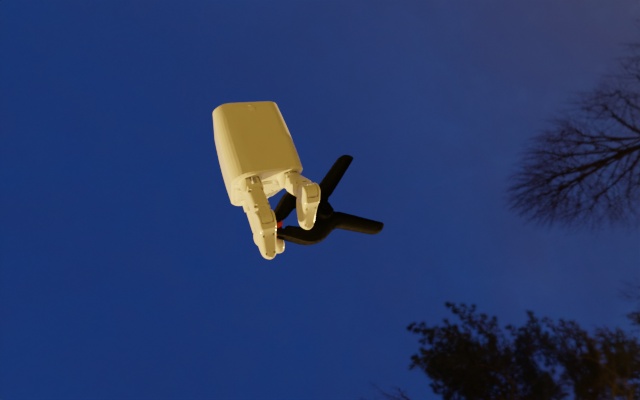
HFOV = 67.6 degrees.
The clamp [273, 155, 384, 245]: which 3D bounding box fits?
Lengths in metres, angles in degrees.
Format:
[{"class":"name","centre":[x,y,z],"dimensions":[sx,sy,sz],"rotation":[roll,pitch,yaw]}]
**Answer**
[{"class":"clamp","centre":[0.000,0.002,0.646],"dimensions":[0.171,0.120,0.039],"rotation":[-10,-18,-31]}]
